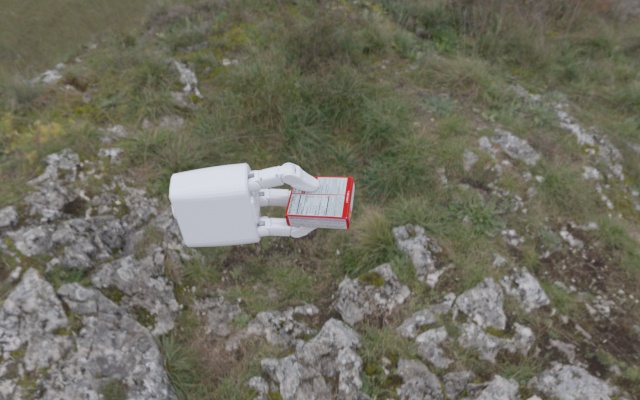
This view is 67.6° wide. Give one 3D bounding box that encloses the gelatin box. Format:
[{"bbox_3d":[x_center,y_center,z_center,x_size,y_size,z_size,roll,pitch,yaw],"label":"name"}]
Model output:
[{"bbox_3d":[0.000,0.002,0.670,0.089,0.073,0.030,2,-38,12],"label":"gelatin box"}]
